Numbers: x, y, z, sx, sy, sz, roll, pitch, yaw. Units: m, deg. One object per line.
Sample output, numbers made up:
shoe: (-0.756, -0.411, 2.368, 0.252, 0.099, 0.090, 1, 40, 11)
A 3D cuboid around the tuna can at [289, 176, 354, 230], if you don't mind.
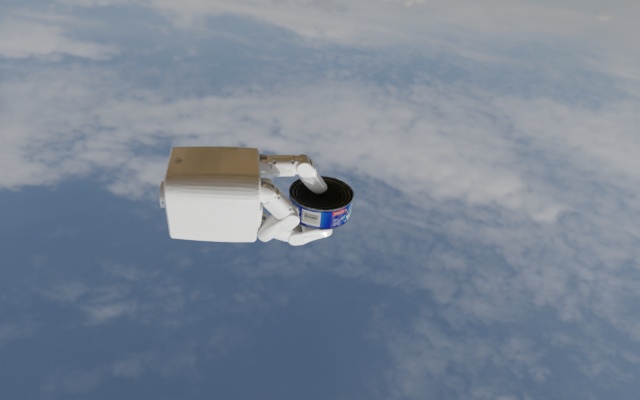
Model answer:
tuna can: (0.000, 0.003, 0.639, 0.086, 0.034, 0.086, 4, 33, -2)
